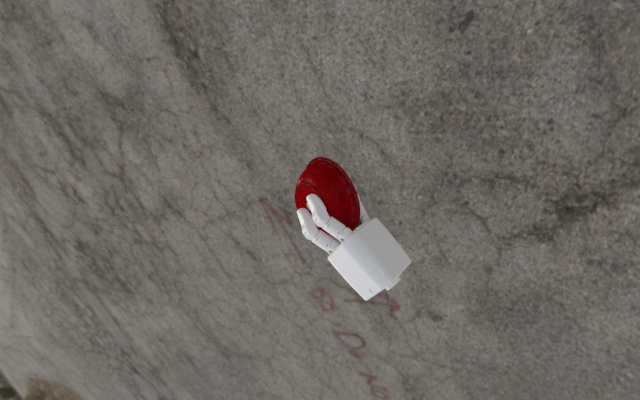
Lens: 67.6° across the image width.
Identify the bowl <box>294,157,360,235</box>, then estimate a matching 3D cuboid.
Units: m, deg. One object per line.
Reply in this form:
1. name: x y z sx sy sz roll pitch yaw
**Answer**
1. bowl: -0.001 0.002 0.893 0.055 0.162 0.162 -24 13 -33
